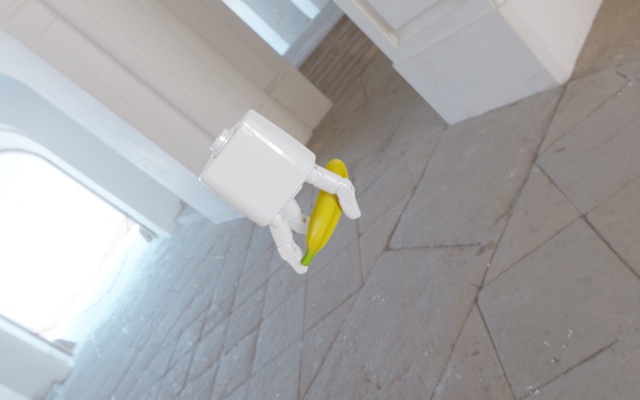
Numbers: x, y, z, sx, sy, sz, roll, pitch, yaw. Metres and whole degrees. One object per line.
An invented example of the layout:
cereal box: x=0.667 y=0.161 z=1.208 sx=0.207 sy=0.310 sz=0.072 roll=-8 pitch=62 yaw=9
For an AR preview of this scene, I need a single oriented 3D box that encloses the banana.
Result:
banana: x=0.010 y=-0.003 z=0.688 sx=0.037 sy=0.197 sz=0.070 roll=34 pitch=-41 yaw=-18
